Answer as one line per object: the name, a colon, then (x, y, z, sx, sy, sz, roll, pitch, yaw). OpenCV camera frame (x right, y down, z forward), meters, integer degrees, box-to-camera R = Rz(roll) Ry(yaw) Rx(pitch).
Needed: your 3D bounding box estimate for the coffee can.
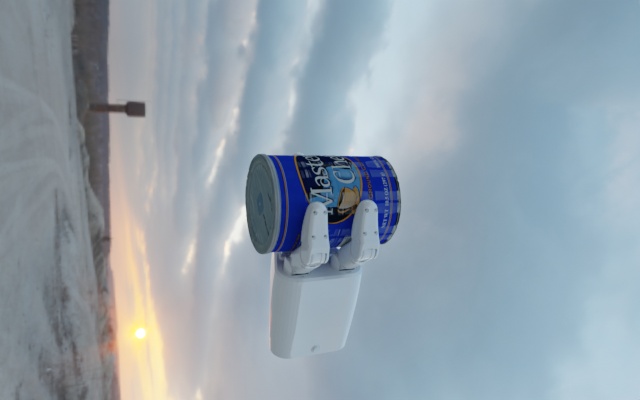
coffee can: (0.000, 0.001, 0.516, 0.140, 0.103, 0.103, -2, 1, -24)
